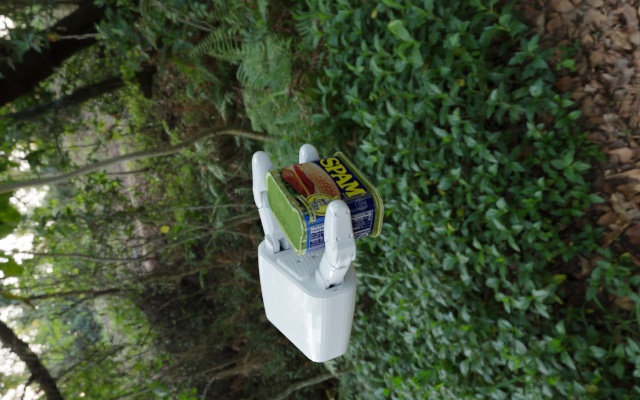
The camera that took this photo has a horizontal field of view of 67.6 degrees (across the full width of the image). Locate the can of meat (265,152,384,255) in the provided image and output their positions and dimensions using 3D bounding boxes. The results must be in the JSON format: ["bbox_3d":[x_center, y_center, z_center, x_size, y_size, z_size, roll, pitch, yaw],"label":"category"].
[{"bbox_3d":[0.000,0.002,0.476,0.084,0.057,0.102,-14,41,-21],"label":"can of meat"}]
